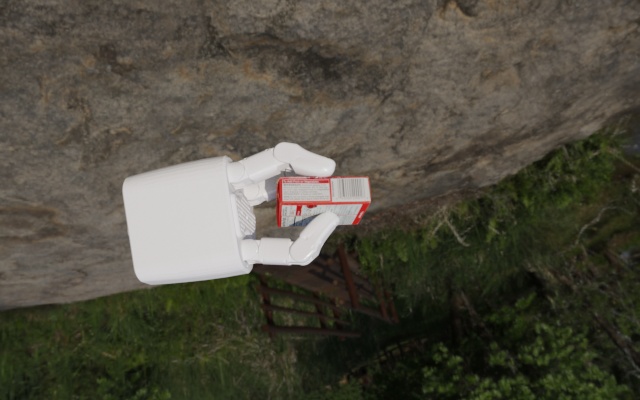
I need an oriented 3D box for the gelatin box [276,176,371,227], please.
[{"bbox_3d":[0.000,0.002,0.478,0.089,0.030,0.073,-1,-20,-6],"label":"gelatin box"}]
